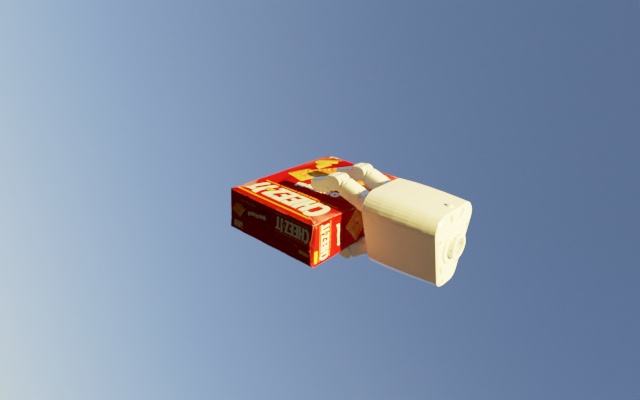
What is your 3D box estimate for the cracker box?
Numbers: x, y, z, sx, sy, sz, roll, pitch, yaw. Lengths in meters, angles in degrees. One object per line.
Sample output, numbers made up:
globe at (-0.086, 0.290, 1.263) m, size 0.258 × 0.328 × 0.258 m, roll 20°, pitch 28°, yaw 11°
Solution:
cracker box at (0.000, 0.002, 0.711) m, size 0.164 × 0.072 × 0.213 m, roll 21°, pitch 30°, yaw 36°
